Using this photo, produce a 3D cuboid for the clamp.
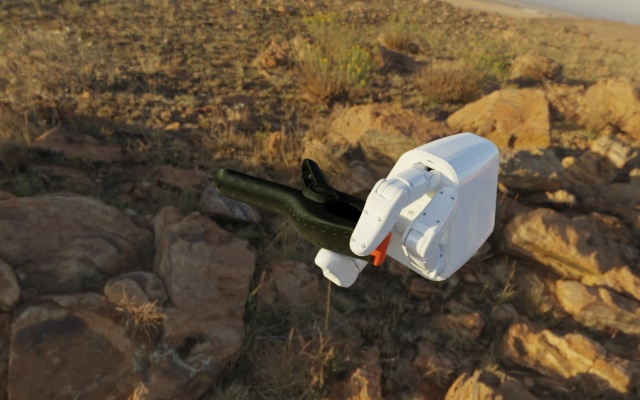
[{"bbox_3d":[0.000,0.001,0.436,0.171,0.039,0.120,29,36,29],"label":"clamp"}]
